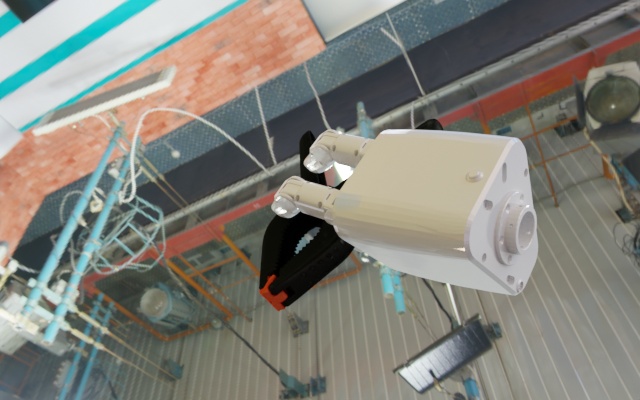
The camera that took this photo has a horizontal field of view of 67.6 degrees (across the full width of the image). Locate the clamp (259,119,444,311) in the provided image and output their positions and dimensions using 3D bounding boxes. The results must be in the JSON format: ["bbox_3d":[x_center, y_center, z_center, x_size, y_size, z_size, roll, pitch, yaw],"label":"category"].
[{"bbox_3d":[0.000,0.002,0.439,0.164,0.210,0.036,9,-35,46],"label":"clamp"}]
